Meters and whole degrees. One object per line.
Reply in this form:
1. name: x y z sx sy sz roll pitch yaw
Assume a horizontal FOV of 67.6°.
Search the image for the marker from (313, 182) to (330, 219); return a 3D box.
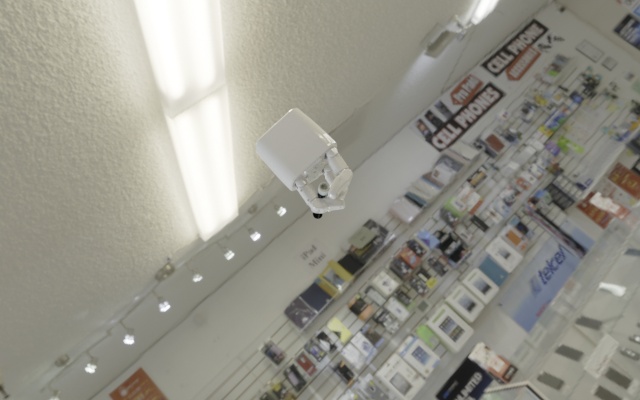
1. marker: 0.000 0.003 0.867 0.020 0.020 0.121 0 -26 -6
